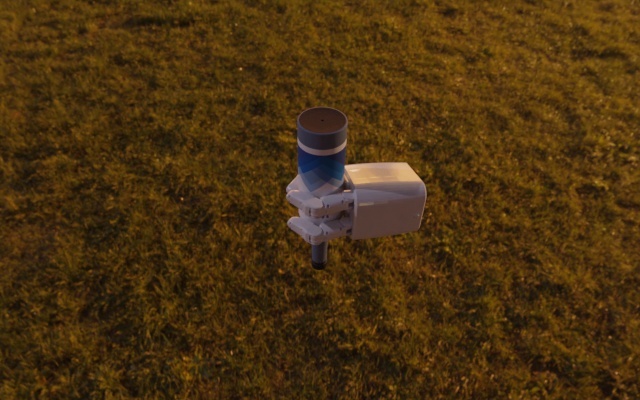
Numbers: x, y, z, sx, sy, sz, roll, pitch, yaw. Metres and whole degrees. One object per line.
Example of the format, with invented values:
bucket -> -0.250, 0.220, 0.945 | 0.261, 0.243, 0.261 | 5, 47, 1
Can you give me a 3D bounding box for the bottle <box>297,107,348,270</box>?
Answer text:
bottle -> 0.000, 0.002, 0.726 | 0.069, 0.296, 0.069 | 1, 43, -1
